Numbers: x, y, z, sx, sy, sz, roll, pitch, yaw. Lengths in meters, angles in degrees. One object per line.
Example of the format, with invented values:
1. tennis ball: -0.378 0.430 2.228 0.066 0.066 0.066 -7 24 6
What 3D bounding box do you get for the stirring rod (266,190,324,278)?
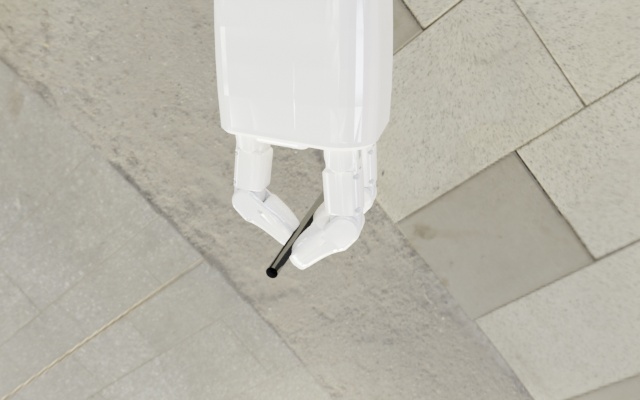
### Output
1. stirring rod: 0.000 0.001 0.408 0.011 0.011 0.239 0 22 16
